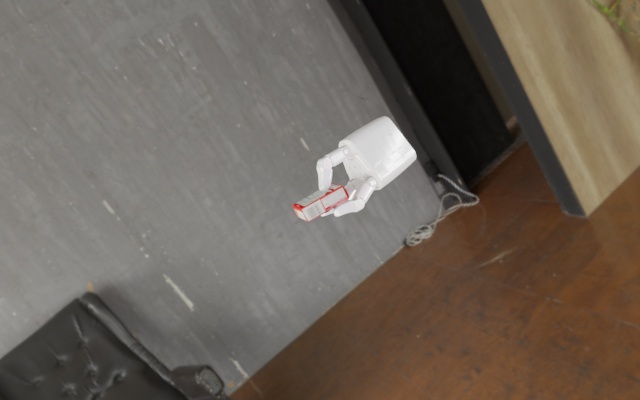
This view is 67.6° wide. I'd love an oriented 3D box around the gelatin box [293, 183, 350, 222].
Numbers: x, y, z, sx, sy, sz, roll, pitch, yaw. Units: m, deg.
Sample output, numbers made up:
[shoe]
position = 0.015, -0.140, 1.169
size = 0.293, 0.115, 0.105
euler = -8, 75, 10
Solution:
[gelatin box]
position = 0.000, 0.003, 0.868
size = 0.089, 0.030, 0.073
euler = -29, 12, -12
